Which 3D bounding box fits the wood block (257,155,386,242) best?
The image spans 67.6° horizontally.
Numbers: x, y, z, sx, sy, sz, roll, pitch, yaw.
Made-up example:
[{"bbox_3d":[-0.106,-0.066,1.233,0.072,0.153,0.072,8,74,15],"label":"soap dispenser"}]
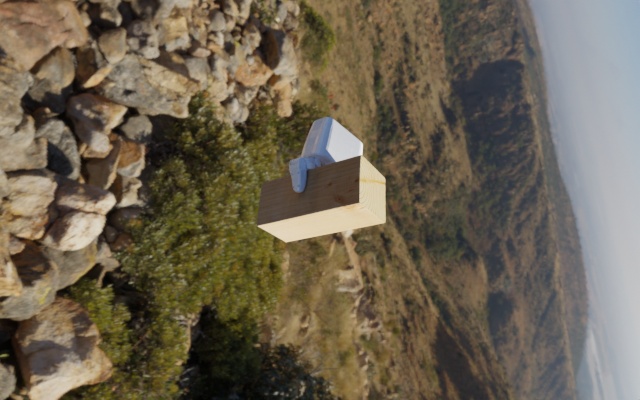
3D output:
[{"bbox_3d":[0.000,0.002,0.832,0.206,0.090,0.091,-14,-32,31],"label":"wood block"}]
